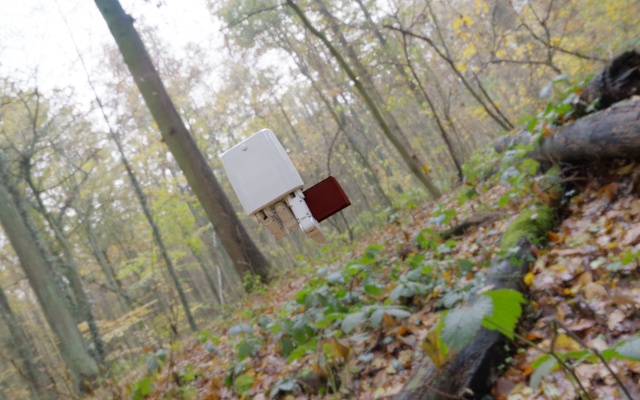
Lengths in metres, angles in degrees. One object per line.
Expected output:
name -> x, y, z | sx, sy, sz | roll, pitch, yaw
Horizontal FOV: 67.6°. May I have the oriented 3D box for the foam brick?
foam brick -> 0.000, 0.002, 0.750 | 0.078, 0.051, 0.053 | -30, -7, 8
